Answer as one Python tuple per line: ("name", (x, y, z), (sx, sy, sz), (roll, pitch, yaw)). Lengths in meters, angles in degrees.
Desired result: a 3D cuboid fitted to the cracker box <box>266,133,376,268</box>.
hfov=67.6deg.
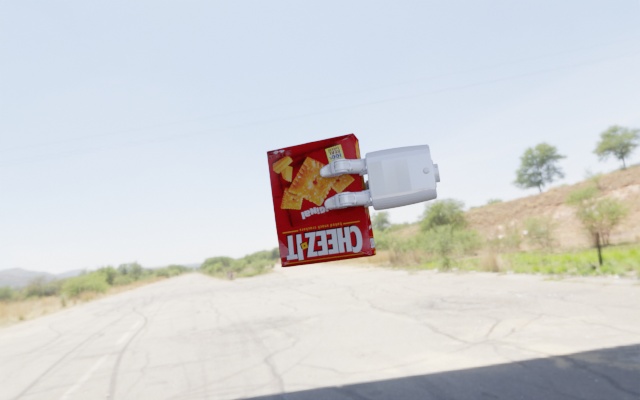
("cracker box", (0.000, 0.003, 0.845), (0.164, 0.213, 0.072), (-9, -7, 13))
